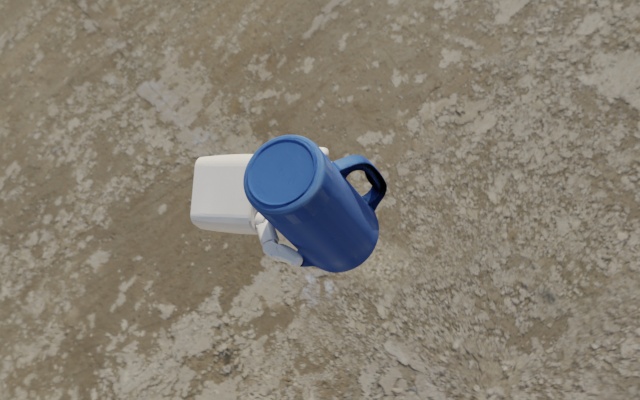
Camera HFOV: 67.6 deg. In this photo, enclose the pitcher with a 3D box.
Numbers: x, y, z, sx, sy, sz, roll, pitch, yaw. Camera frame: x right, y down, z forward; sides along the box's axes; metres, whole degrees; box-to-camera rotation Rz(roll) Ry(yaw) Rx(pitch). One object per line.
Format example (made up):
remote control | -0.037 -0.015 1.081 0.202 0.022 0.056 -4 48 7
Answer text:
pitcher | 0.000 0.002 0.672 0.145 0.149 0.243 2 -21 21
